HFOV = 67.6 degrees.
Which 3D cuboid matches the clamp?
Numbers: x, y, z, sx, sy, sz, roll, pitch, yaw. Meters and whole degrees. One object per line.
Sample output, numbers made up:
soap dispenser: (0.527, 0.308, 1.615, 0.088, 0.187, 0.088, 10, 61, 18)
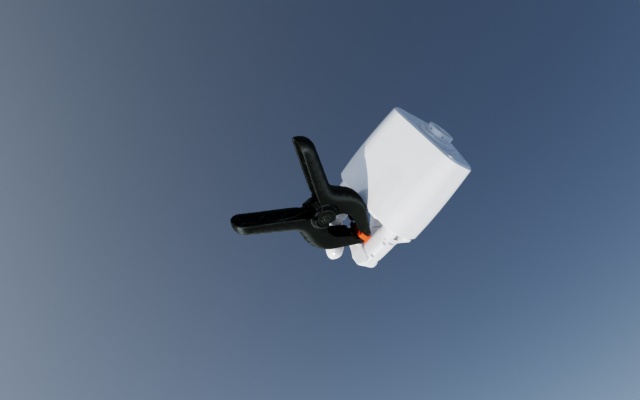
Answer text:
clamp: (0.000, 0.002, 0.519, 0.171, 0.120, 0.039, 16, 30, -40)
